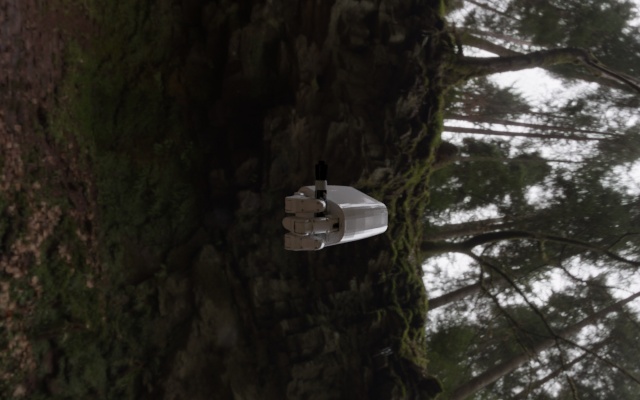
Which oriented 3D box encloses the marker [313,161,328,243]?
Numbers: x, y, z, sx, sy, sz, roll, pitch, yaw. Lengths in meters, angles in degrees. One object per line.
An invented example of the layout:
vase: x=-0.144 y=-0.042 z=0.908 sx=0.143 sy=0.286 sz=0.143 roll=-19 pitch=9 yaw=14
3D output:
marker: x=0.000 y=0.002 z=0.698 sx=0.020 sy=0.121 sz=0.020 roll=1 pitch=7 yaw=0
